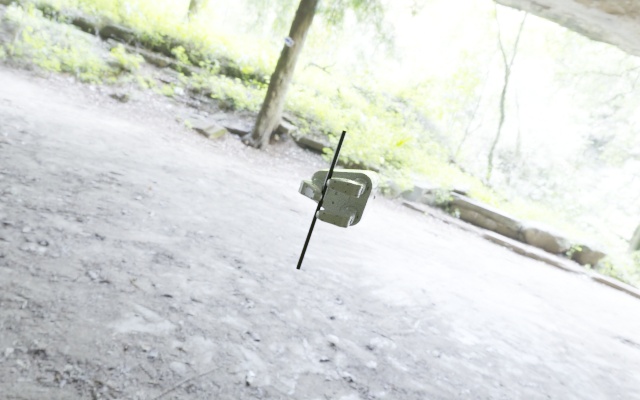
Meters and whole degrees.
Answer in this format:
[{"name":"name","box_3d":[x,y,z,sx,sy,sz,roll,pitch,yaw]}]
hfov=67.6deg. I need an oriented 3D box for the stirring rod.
[{"name":"stirring rod","box_3d":[0.000,0.003,0.768,0.011,0.239,0.011,18,13,-4]}]
